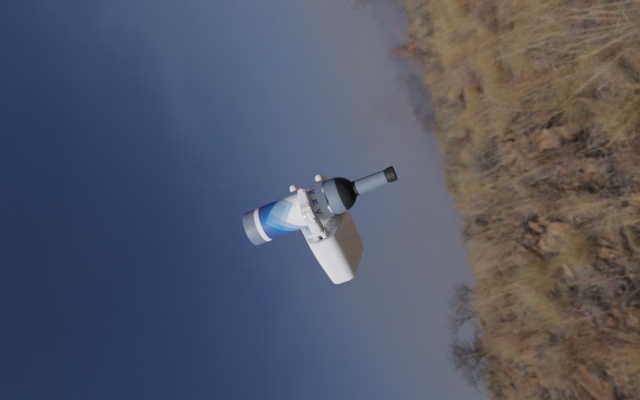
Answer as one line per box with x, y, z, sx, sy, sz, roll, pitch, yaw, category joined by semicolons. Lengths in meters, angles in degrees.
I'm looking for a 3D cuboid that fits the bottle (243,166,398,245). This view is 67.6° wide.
0.000;0.003;0.888;0.296;0.069;0.069;-21;-5;13;bottle
